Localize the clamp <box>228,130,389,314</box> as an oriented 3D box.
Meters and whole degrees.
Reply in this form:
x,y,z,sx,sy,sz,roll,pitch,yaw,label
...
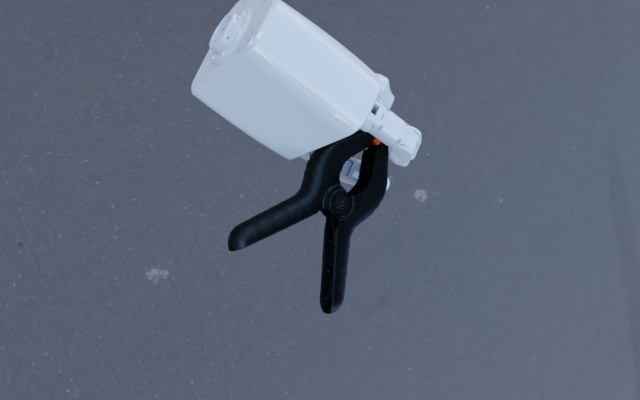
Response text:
x,y,z,sx,sy,sz,roll,pitch,yaw,label
0.001,0.001,0.414,0.120,0.171,0.039,30,-12,-32,clamp
